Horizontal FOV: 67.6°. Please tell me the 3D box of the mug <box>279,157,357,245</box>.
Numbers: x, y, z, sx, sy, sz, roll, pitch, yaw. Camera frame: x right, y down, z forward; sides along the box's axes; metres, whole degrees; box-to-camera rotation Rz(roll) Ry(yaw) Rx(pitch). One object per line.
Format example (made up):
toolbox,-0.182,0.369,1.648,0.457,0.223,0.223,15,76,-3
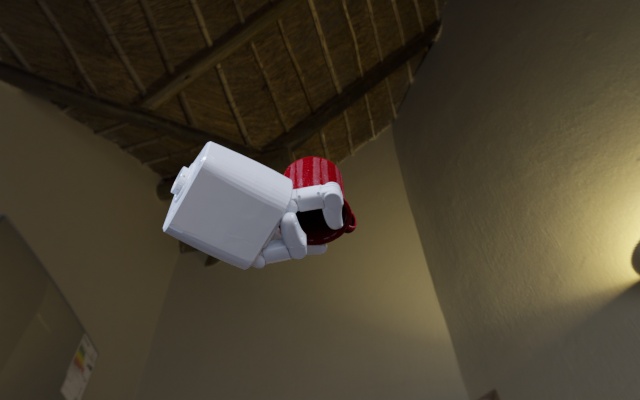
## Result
mug,0.001,0.002,0.622,0.117,0.093,0.081,28,31,-23
